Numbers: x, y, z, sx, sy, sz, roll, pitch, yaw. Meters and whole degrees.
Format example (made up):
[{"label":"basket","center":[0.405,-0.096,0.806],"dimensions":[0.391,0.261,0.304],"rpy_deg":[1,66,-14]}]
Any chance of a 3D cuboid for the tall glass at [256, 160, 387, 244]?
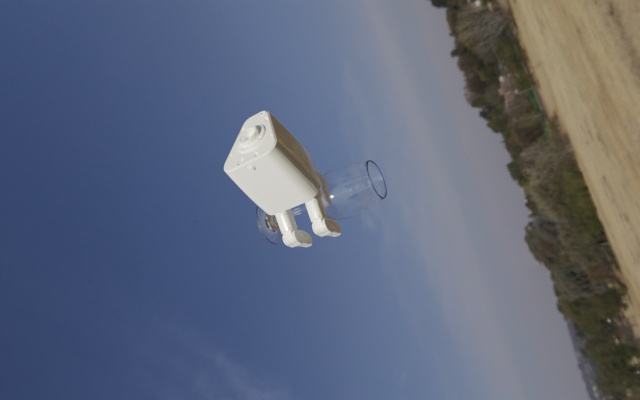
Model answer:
[{"label":"tall glass","center":[0.000,0.003,0.745],"dimensions":[0.201,0.079,0.079],"rpy_deg":[-22,-10,25]}]
